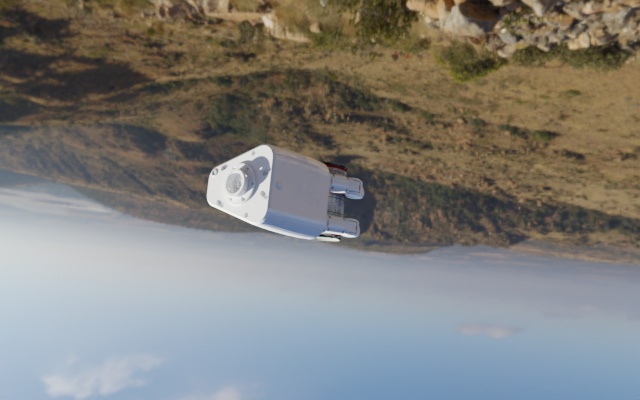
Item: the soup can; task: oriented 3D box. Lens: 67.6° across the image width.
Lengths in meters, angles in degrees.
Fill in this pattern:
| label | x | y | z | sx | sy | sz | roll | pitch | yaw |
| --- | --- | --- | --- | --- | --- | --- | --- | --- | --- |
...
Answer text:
| label | x | y | z | sx | sy | sz | roll | pitch | yaw |
| --- | --- | --- | --- | --- | --- | --- | --- | --- | --- |
| soup can | 0.000 | 0.003 | 0.663 | 0.068 | 0.102 | 0.068 | 5 | -9 | 1 |
